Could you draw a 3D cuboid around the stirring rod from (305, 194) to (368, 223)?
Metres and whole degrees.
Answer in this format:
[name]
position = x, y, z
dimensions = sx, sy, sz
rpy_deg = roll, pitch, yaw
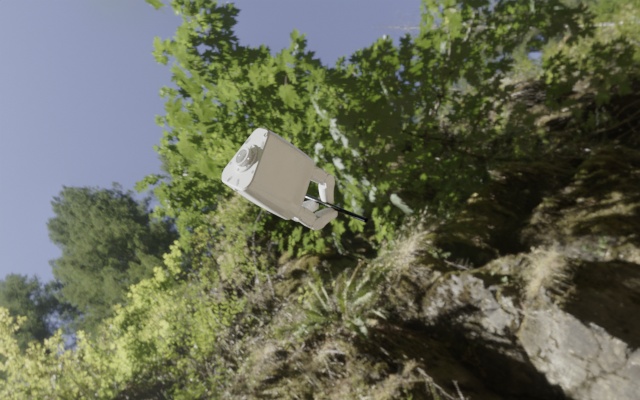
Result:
[stirring rod]
position = 0.000, 0.003, 0.856
dimensions = 0.011, 0.011, 0.239
rpy_deg = 0, 14, -39
